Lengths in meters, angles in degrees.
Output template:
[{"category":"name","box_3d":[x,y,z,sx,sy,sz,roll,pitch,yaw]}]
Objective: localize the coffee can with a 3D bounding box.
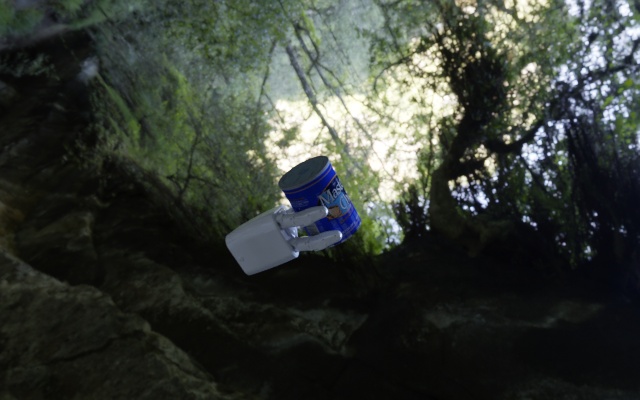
[{"category":"coffee can","box_3d":[0.000,0.003,0.880,0.103,0.140,0.102,-25,23,11]}]
